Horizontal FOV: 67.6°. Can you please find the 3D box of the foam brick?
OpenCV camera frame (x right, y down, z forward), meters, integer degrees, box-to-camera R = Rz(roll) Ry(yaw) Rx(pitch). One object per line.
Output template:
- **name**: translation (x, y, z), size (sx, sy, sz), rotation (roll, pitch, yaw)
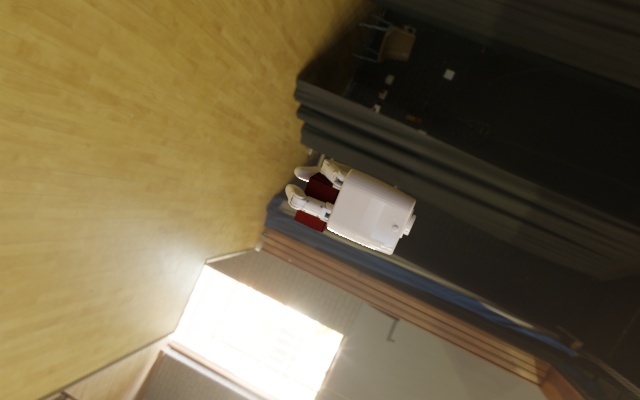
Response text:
- **foam brick**: translation (0.000, 0.003, 0.756), size (0.051, 0.078, 0.053), rotation (25, 18, 10)
